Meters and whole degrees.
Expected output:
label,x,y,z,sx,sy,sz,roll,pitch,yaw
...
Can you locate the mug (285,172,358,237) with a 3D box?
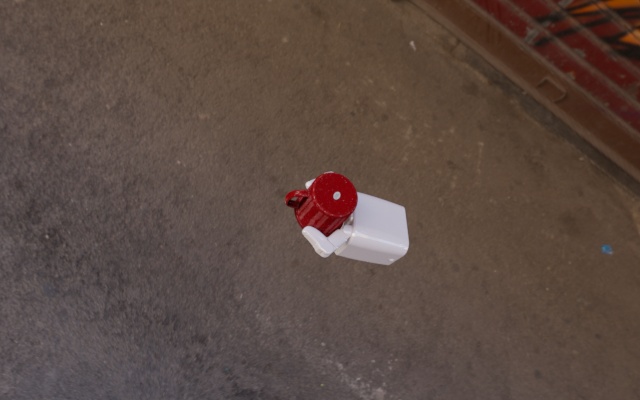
label,x,y,z,sx,sy,sz,roll,pitch,yaw
mug,-0.001,0.002,0.791,0.117,0.093,0.081,12,-27,-16
